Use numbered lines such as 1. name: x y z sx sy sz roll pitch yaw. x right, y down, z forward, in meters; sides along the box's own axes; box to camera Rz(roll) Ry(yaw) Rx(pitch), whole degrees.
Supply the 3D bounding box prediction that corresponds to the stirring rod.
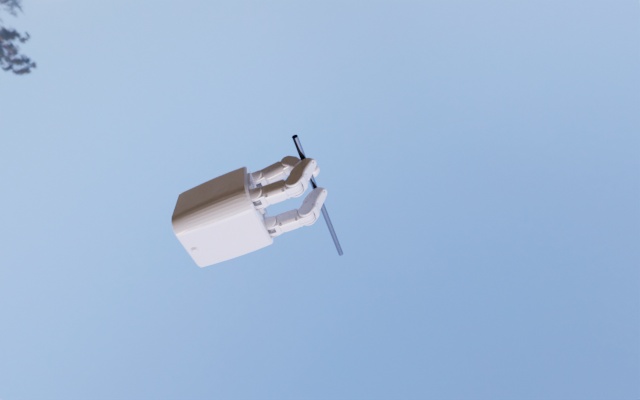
1. stirring rod: 0.000 0.002 0.685 0.011 0.011 0.240 0 -44 22
